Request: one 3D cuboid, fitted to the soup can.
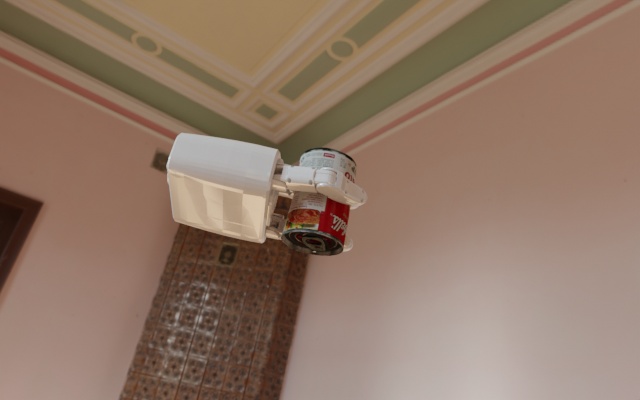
[{"bbox_3d":[0.001,0.002,0.527,0.068,0.102,0.068,9,-25,4],"label":"soup can"}]
